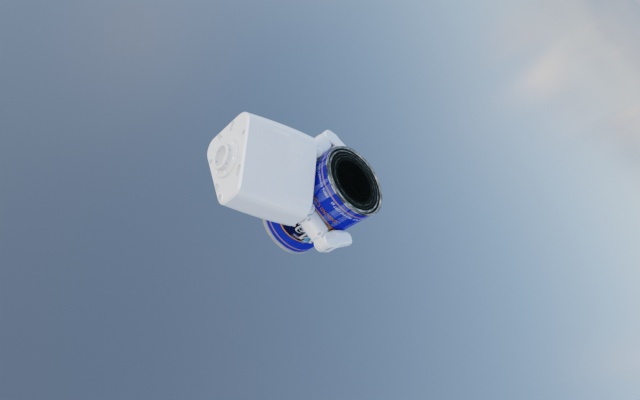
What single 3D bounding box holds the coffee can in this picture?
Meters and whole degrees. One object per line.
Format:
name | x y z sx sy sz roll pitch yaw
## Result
coffee can | 0.000 0.002 0.666 0.103 0.102 0.140 0 -25 -47
